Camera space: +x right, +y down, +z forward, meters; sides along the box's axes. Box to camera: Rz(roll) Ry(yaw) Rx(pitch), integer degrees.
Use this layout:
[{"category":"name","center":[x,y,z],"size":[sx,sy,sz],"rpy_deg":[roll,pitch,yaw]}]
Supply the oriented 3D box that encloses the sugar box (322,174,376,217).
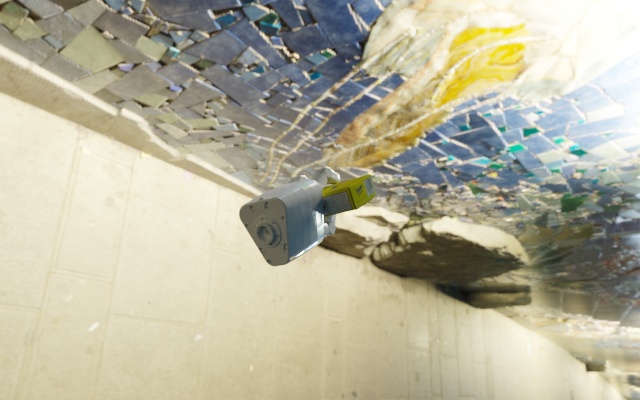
[{"category":"sugar box","center":[0.000,0.002,0.834],"size":[0.176,0.048,0.093],"rpy_deg":[-12,9,31]}]
